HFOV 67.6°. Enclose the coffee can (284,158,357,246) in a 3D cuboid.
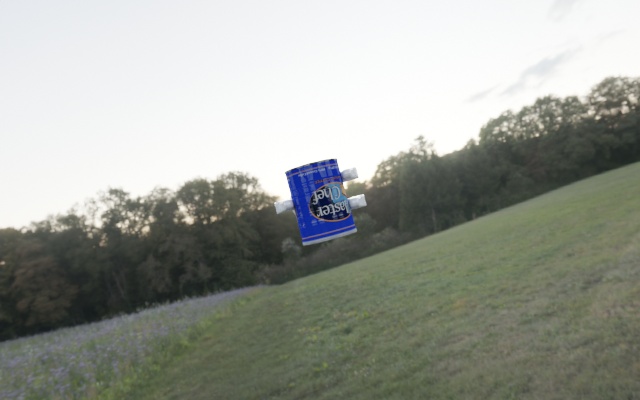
[{"bbox_3d":[0.000,0.003,0.880,0.103,0.140,0.103,-15,-1,0],"label":"coffee can"}]
